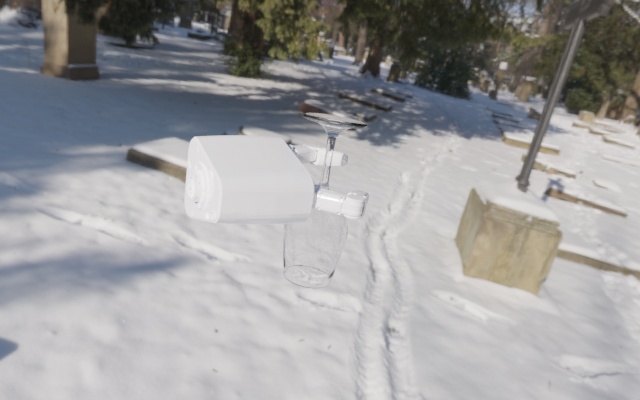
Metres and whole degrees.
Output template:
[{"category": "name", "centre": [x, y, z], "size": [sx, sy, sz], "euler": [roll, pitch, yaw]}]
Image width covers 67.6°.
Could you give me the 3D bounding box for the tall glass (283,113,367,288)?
[{"category": "tall glass", "centre": [0.000, 0.001, 0.571], "size": [0.079, 0.201, 0.079], "euler": [9, 17, -3]}]
